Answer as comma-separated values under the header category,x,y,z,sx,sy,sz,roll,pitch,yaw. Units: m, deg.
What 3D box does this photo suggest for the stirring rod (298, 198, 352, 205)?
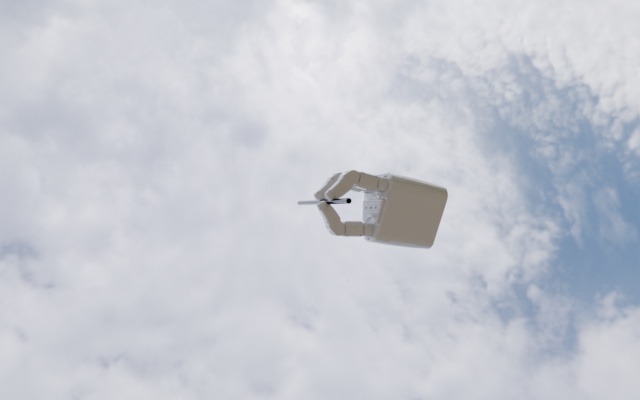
category,x,y,z,sx,sy,sz,roll,pitch,yaw
stirring rod,0.000,0.003,0.759,0.011,0.011,0.239,0,-1,-19
